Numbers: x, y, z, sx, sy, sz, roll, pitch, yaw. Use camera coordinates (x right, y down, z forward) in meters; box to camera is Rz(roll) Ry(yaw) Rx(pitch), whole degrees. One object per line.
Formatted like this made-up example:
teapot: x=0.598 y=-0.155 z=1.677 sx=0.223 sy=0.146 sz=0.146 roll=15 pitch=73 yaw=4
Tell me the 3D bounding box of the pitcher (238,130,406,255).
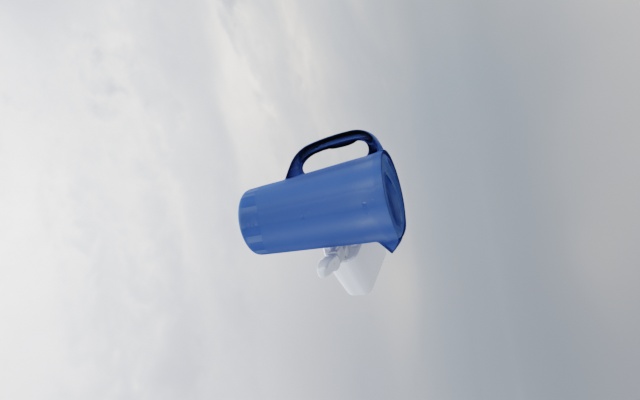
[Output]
pitcher: x=0.000 y=0.003 z=0.730 sx=0.243 sy=0.149 sz=0.145 roll=-11 pitch=-45 yaw=19
